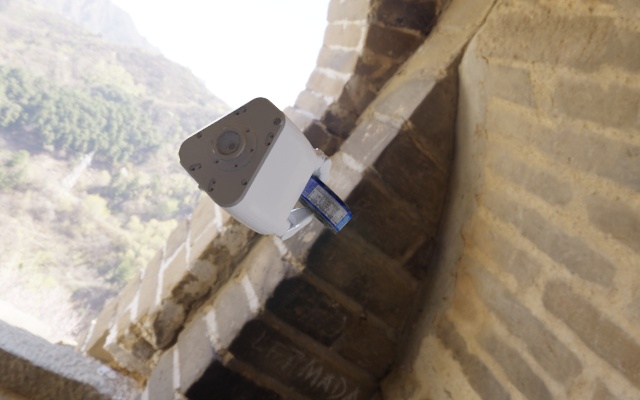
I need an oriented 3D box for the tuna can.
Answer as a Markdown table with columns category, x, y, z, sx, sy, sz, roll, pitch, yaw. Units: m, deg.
| category | x | y | z | sx | sy | sz | roll | pitch | yaw |
| --- | --- | --- | --- | --- | --- | --- | --- | --- | --- |
| tuna can | 0.000 | 0.002 | 0.607 | 0.086 | 0.034 | 0.086 | 43 | -5 | 4 |
